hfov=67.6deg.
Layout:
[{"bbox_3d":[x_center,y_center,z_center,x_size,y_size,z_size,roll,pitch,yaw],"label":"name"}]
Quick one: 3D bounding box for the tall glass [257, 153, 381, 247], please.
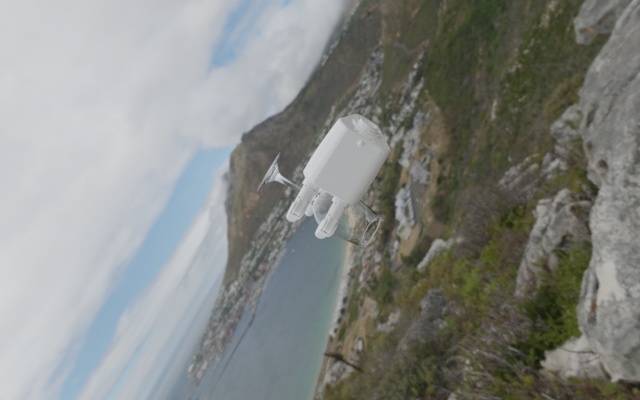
[{"bbox_3d":[-0.001,0.002,0.796,0.201,0.079,0.079,31,-4,-6],"label":"tall glass"}]
